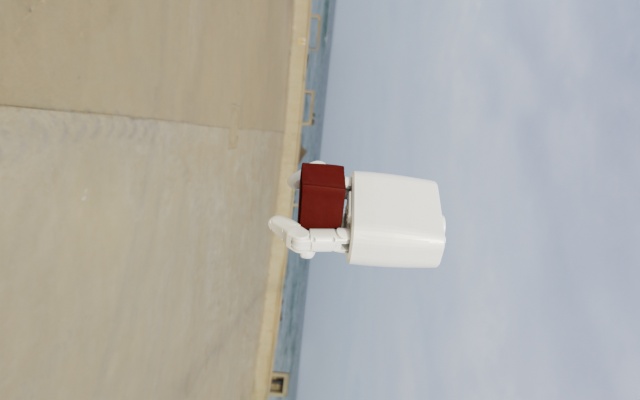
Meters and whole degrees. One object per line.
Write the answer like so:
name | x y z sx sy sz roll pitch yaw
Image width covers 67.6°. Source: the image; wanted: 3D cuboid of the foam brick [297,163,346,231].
foam brick | 0.000 0.002 0.558 0.051 0.078 0.053 4 33 -2
